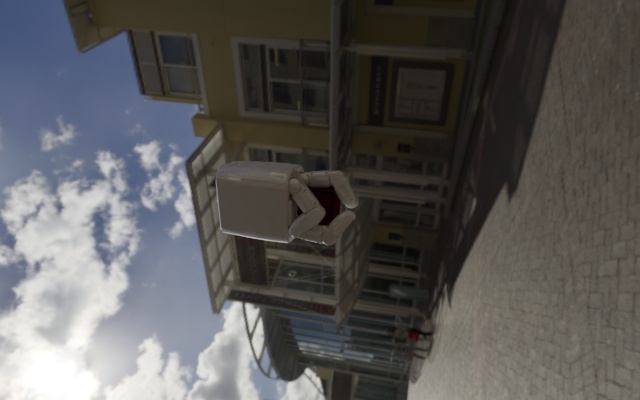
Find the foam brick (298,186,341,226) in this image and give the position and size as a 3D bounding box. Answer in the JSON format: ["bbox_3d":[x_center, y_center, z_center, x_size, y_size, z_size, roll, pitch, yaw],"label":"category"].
[{"bbox_3d":[0.000,0.002,0.726,0.051,0.053,0.078,6,12,10],"label":"foam brick"}]
